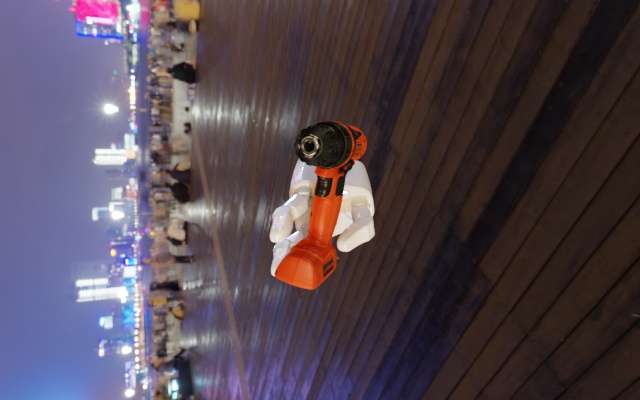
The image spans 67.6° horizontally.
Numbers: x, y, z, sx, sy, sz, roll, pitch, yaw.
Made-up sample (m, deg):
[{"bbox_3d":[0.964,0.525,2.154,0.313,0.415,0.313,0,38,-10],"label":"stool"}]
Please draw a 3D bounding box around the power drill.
[{"bbox_3d":[0.000,0.002,0.548,0.057,0.188,0.184,18,12,15],"label":"power drill"}]
